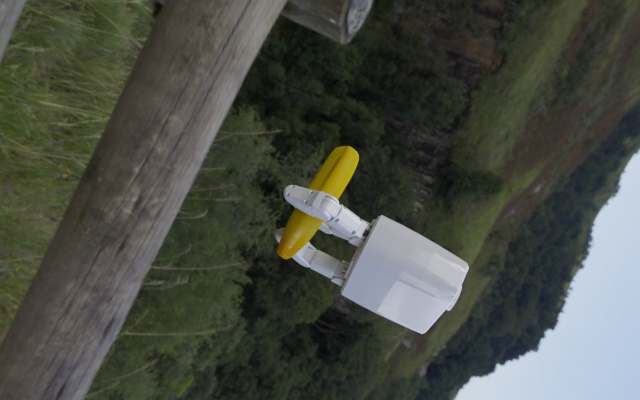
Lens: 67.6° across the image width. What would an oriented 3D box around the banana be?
[{"bbox_3d":[0.007,-0.013,0.560,0.037,0.070,0.197,28,43,4],"label":"banana"}]
